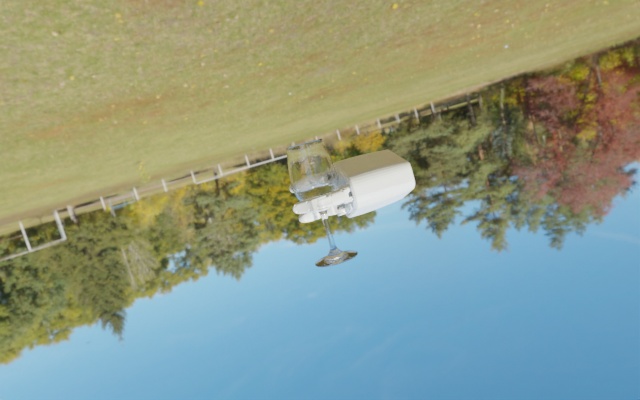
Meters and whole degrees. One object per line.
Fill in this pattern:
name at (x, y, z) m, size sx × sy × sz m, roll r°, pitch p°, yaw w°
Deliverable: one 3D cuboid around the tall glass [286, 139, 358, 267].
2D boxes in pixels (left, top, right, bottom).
tall glass at (0.000, 0.003, 0.787) m, size 0.079 × 0.201 × 0.079 m, roll -16°, pitch 6°, yaw 2°
